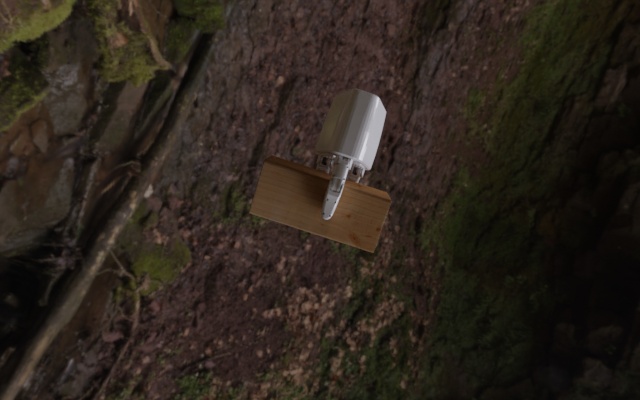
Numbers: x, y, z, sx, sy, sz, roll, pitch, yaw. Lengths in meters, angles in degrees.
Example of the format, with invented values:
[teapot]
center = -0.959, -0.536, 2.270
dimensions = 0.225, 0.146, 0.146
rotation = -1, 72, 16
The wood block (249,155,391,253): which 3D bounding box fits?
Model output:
[wood block]
center = 0.000, 0.002, 0.780
dimensions = 0.206, 0.090, 0.091
rotation = 18, 10, 0
